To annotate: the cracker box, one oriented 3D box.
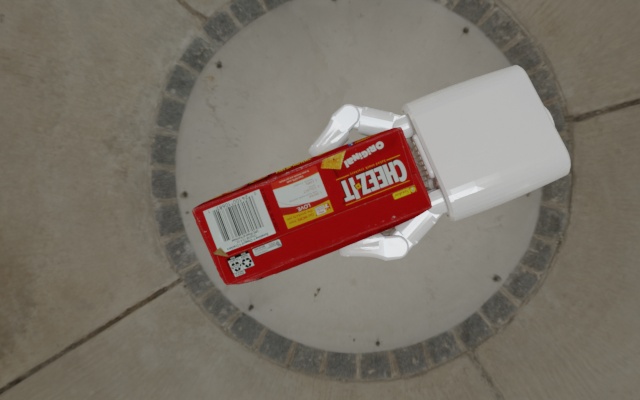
[{"bbox_3d":[0.000,0.001,0.442,0.164,0.072,0.213,-22,1,4],"label":"cracker box"}]
